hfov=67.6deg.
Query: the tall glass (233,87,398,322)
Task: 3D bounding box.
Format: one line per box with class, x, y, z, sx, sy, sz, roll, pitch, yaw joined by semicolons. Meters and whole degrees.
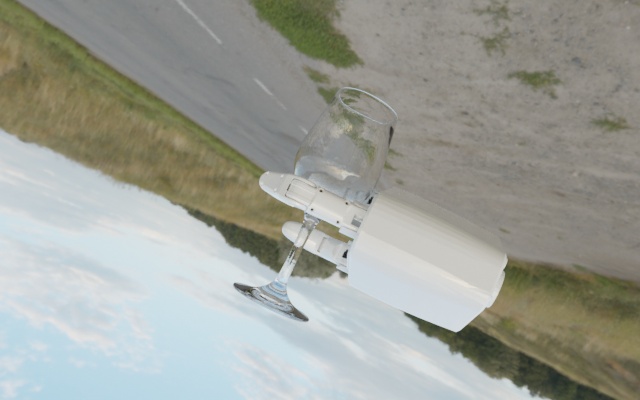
tall glass;0.000;0.002;0.430;0.079;0.201;0.079;26;-6;3
